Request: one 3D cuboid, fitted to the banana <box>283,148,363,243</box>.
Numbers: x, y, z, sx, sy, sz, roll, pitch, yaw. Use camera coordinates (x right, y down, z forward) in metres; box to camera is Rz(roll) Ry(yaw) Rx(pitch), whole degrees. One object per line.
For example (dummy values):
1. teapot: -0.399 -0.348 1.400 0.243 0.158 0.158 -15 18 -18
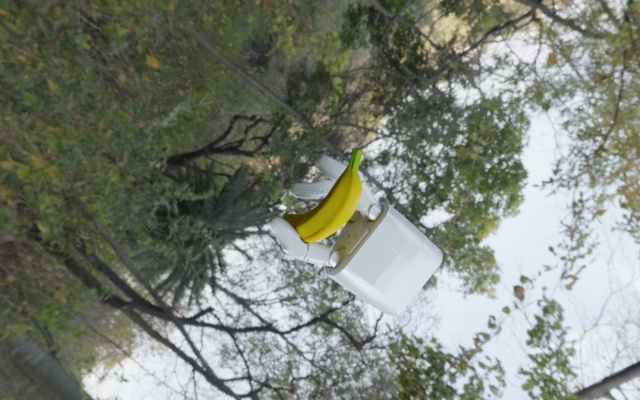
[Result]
1. banana: -0.001 0.016 0.574 0.037 0.069 0.198 25 -36 -20
